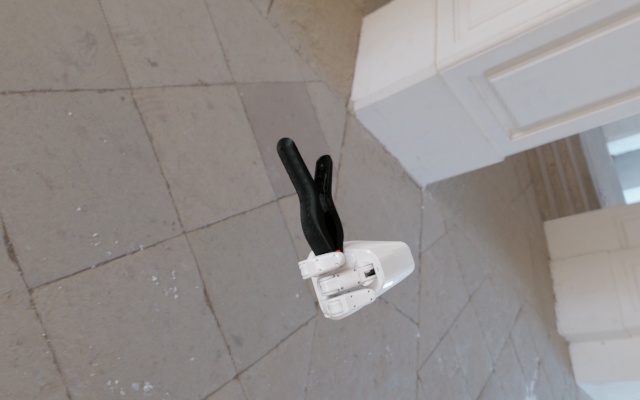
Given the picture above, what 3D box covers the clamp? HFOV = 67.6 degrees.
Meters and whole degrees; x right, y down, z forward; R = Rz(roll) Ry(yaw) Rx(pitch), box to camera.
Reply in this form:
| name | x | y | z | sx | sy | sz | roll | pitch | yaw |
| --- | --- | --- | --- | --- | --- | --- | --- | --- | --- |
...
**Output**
| name | x | y | z | sx | sy | sz | roll | pitch | yaw |
| --- | --- | --- | --- | --- | --- | --- | --- | --- | --- |
| clamp | 0.001 | 0.002 | 0.631 | 0.039 | 0.171 | 0.120 | -19 | -7 | 32 |
